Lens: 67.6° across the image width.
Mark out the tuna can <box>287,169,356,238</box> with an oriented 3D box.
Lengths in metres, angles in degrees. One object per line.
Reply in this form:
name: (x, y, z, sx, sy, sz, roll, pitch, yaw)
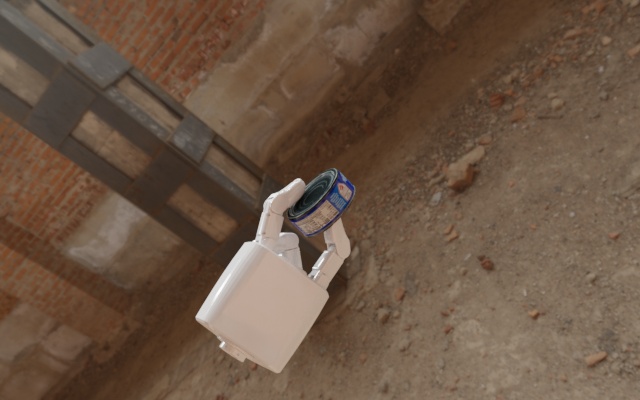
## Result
tuna can: (0.000, 0.001, 0.578, 0.034, 0.086, 0.086, 45, -18, -18)
